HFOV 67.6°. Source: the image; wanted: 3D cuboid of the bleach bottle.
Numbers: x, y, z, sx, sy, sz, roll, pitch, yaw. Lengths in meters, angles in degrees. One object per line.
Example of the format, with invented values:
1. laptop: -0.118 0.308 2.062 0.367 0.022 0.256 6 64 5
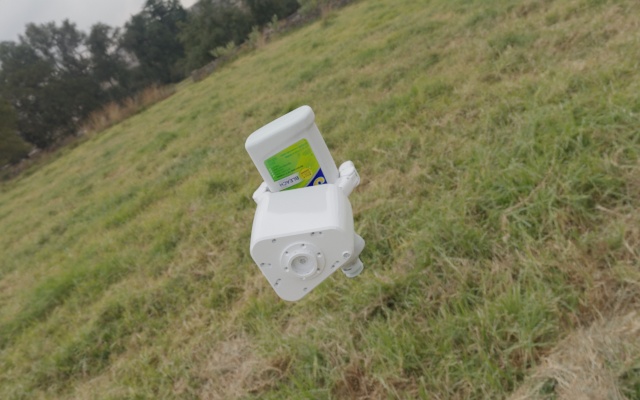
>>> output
1. bleach bottle: 0.000 0.002 0.666 0.102 0.251 0.068 -26 23 11
